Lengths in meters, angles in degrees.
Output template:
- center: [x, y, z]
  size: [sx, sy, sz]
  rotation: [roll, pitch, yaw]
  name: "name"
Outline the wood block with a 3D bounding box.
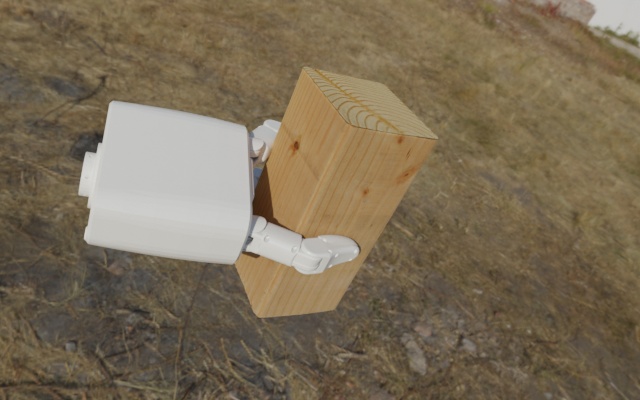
- center: [0.000, 0.001, 0.429]
  size: [0.090, 0.206, 0.090]
  rotation: [3, 39, -33]
  name: "wood block"
